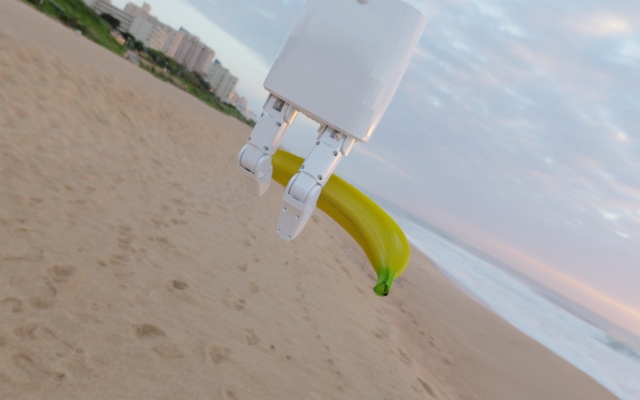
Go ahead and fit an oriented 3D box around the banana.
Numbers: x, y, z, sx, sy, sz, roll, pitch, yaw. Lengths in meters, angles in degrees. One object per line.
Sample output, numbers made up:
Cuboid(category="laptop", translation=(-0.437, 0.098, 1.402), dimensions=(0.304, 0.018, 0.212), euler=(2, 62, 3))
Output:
Cuboid(category="banana", translation=(0.014, 0.005, 0.419), dimensions=(0.069, 0.037, 0.197), euler=(7, 29, -48))
